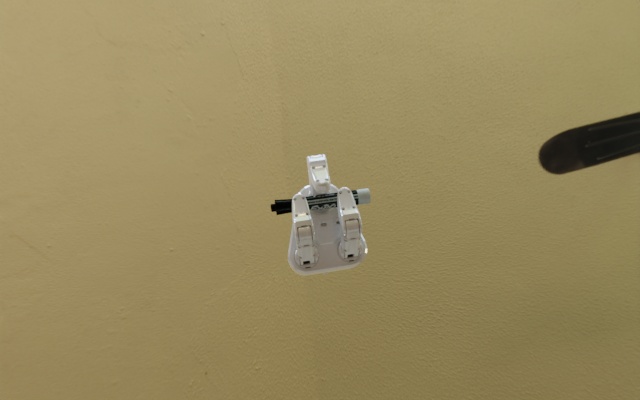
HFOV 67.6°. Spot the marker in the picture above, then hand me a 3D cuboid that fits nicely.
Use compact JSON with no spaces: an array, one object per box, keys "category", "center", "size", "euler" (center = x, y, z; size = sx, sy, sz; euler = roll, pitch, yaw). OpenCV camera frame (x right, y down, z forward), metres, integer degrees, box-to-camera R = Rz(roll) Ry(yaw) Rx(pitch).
[{"category":"marker","center":[0.000,0.002,0.580],"size":[0.121,0.020,0.020],"euler":[-7,0,-4]}]
